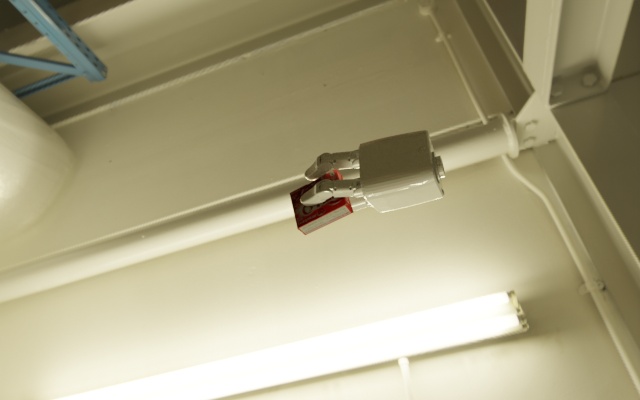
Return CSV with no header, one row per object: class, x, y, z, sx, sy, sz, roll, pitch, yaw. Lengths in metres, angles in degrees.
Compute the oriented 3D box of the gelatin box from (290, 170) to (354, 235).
gelatin box,0.000,0.003,0.748,0.089,0.073,0.030,-27,-39,14
